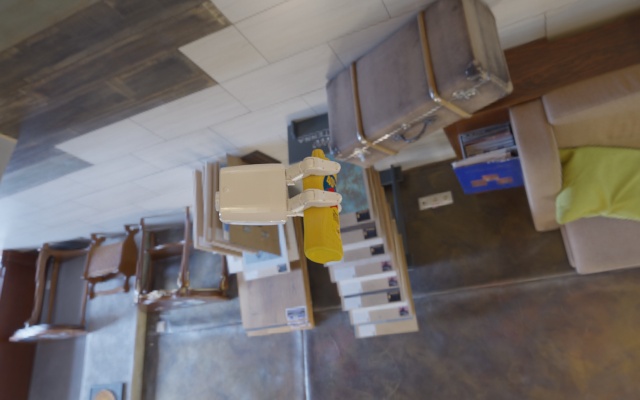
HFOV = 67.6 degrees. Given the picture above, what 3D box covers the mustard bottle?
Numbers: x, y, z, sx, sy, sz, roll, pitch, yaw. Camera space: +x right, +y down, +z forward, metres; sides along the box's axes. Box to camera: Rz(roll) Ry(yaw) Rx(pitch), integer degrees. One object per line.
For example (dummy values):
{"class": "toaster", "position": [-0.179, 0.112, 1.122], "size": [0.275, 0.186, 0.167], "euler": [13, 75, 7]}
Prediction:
{"class": "mustard bottle", "position": [0.000, 0.003, 0.798], "size": [0.058, 0.191, 0.096], "euler": [-11, -23, 16]}
